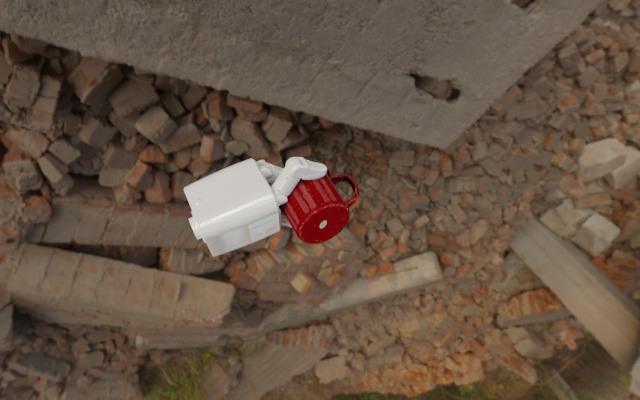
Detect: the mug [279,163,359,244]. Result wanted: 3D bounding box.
[{"bbox_3d":[0.002,0.002,0.677,0.117,0.081,0.093,-23,-38,-12],"label":"mug"}]
